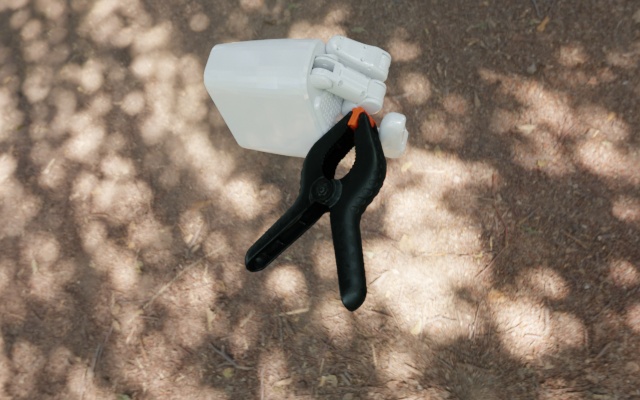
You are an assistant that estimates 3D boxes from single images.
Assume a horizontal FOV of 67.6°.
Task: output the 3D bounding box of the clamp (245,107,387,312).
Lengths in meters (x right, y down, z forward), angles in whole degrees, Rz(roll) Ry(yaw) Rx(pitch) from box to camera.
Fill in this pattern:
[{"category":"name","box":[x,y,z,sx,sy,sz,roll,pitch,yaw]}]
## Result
[{"category":"clamp","box":[0.000,0.001,0.412,0.120,0.171,0.039,6,-20,27]}]
